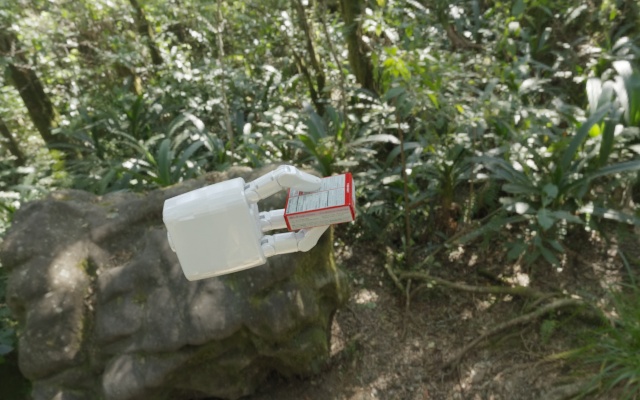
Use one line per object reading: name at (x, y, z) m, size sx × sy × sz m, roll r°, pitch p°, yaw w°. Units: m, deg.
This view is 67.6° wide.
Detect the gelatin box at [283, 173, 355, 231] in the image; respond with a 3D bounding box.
gelatin box at (0.000, 0.002, 0.623) m, size 0.089 × 0.030 × 0.073 m, roll -11°, pitch 34°, yaw 11°
